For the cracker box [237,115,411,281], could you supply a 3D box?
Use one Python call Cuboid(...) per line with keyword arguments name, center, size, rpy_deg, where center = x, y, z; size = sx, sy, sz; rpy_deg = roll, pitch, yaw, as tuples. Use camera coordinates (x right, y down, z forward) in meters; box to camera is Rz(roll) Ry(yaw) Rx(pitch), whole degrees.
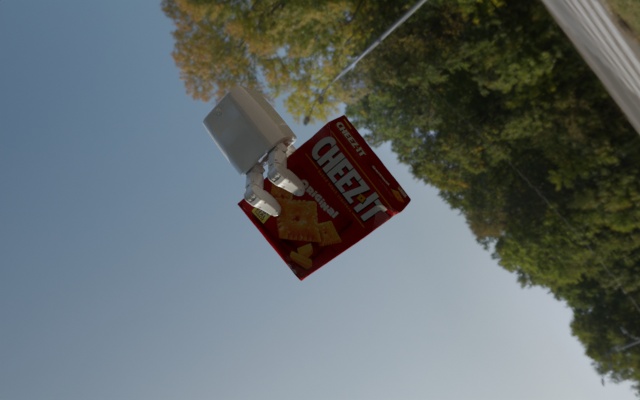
Cuboid(name="cracker box", center=(0.000, 0.002, 0.730), size=(0.214, 0.164, 0.072), rpy_deg=(-38, 0, 30))
